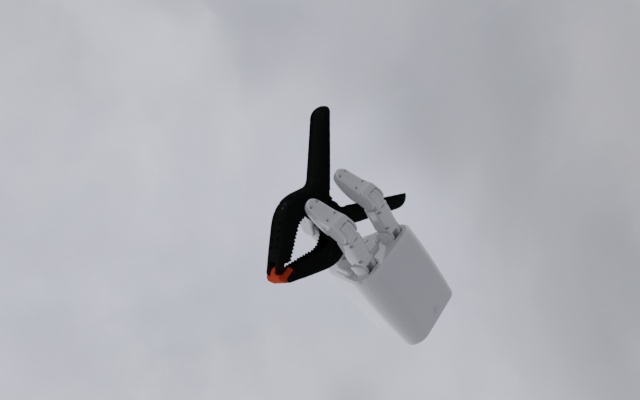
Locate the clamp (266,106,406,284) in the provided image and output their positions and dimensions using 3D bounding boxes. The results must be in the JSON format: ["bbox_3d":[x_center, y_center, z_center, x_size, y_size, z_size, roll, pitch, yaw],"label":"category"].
[{"bbox_3d":[-0.001,0.002,0.545,0.210,0.164,0.036,-47,16,-31],"label":"clamp"}]
